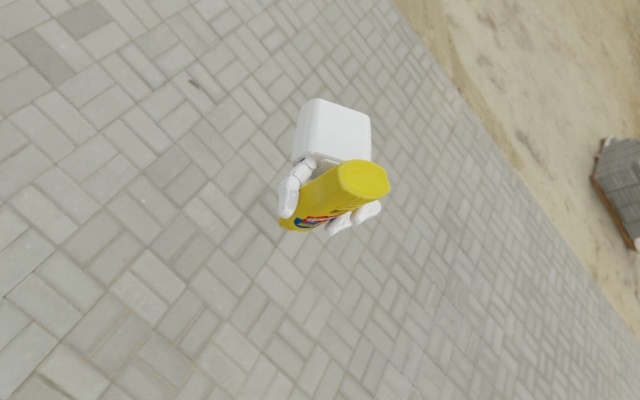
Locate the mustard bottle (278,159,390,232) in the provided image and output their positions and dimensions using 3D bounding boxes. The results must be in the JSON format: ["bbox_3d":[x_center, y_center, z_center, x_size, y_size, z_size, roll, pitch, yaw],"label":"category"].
[{"bbox_3d":[0.000,0.002,0.684,0.096,0.058,0.192,-3,-17,-43],"label":"mustard bottle"}]
